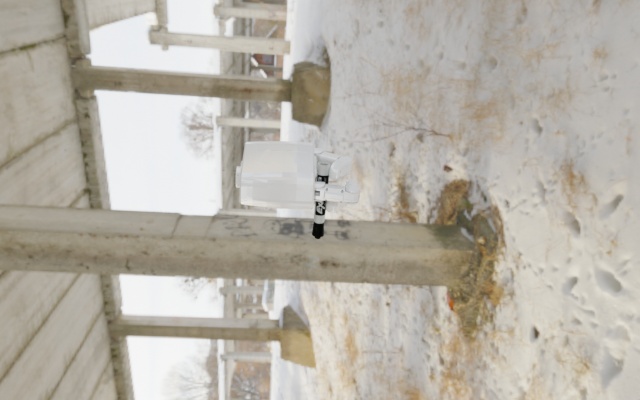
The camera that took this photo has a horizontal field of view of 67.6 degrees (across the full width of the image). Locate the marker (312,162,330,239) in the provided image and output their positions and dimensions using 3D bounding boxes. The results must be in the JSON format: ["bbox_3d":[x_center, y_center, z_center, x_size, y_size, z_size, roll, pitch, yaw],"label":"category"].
[{"bbox_3d":[0.000,0.002,0.713,0.020,0.121,0.020,4,23,-2],"label":"marker"}]
